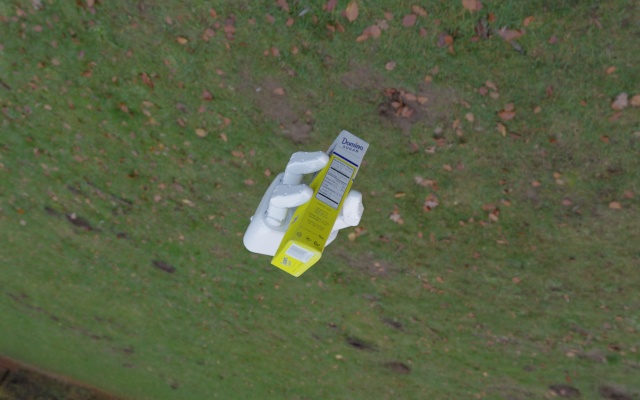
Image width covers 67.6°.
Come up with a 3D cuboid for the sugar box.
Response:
[{"bbox_3d":[0.000,0.002,0.611,0.048,0.176,0.093,27,-31,-9],"label":"sugar box"}]
